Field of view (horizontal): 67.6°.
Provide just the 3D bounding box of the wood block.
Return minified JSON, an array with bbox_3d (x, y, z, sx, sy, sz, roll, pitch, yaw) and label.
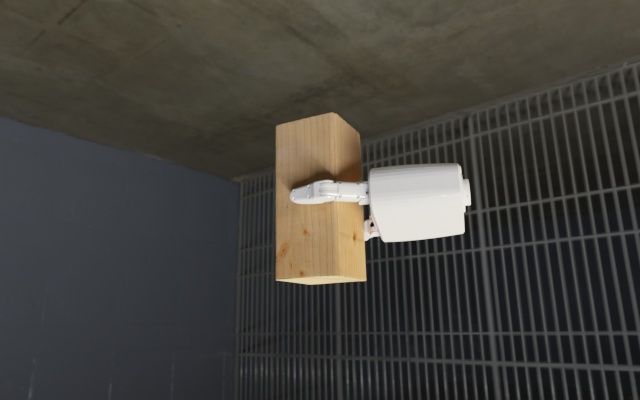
[{"bbox_3d":[0.000,0.002,0.632,0.090,0.206,0.091,-8,-16,26],"label":"wood block"}]
